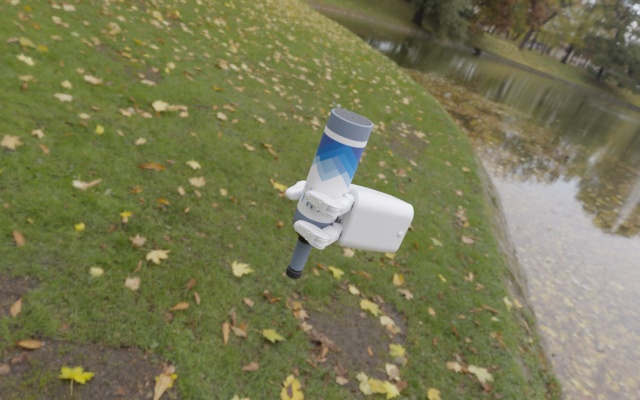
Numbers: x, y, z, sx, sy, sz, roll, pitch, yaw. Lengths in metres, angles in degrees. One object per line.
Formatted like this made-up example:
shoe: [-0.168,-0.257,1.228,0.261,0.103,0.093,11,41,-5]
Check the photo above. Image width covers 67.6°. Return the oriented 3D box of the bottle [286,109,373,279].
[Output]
bottle: [0.000,0.002,0.768,0.069,0.296,0.069,17,24,-8]
